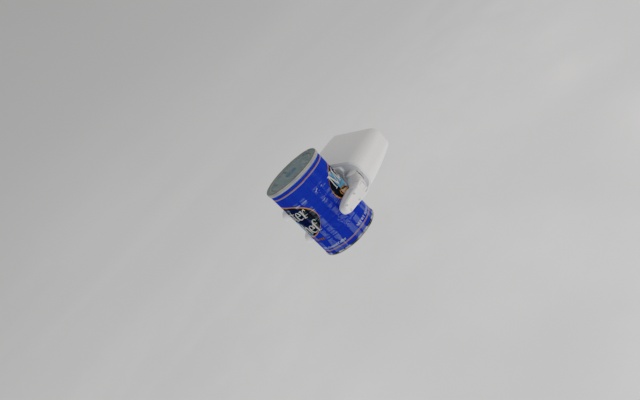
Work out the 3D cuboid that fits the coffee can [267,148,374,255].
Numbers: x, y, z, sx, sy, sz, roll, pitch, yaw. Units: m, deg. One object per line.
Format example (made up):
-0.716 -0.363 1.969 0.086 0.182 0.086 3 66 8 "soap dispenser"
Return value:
0.000 0.002 0.753 0.140 0.102 0.103 46 -17 -17 "coffee can"
